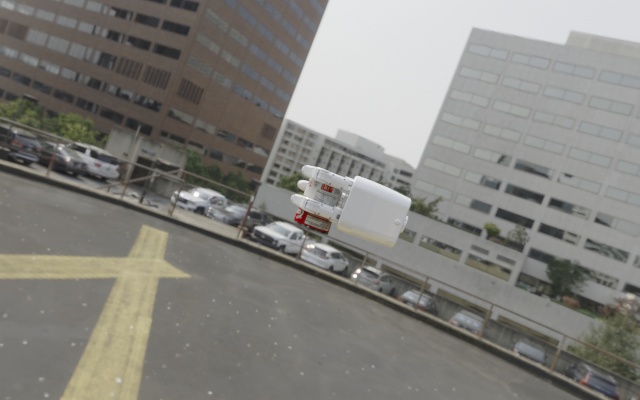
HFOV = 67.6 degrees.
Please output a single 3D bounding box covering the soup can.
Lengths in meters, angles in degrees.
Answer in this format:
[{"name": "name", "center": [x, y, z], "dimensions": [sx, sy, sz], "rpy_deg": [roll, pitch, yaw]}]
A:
[{"name": "soup can", "center": [0.000, 0.002, 0.862], "dimensions": [0.068, 0.102, 0.068], "rpy_deg": [21, 2, -1]}]
